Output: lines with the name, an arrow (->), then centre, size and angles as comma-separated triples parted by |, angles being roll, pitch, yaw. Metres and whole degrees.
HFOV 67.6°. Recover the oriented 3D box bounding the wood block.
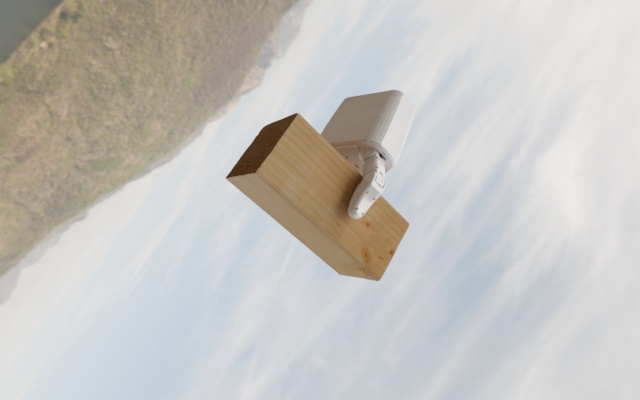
wood block -> 0.001, 0.002, 0.587 | 0.206, 0.090, 0.091 | 42, -23, -23
